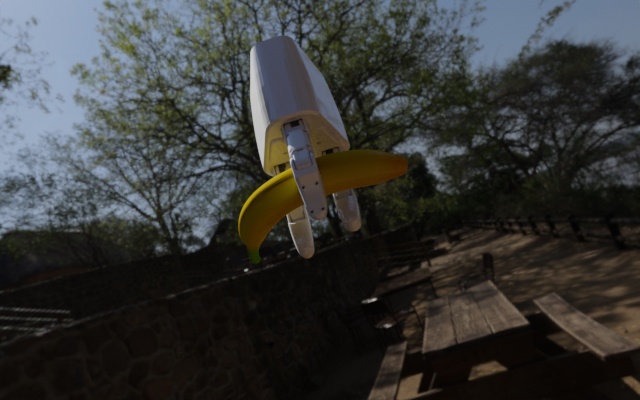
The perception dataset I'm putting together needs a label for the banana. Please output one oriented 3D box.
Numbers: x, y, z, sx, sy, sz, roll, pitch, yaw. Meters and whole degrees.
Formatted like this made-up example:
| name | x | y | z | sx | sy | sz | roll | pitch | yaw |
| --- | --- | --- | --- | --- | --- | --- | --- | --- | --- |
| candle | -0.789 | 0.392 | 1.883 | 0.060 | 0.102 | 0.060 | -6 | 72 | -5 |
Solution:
| name | x | y | z | sx | sy | sz | roll | pitch | yaw |
| --- | --- | --- | --- | --- | --- | --- | --- | --- | --- |
| banana | -0.013 | -0.006 | 0.468 | 0.198 | 0.037 | 0.070 | -31 | -46 | 21 |
